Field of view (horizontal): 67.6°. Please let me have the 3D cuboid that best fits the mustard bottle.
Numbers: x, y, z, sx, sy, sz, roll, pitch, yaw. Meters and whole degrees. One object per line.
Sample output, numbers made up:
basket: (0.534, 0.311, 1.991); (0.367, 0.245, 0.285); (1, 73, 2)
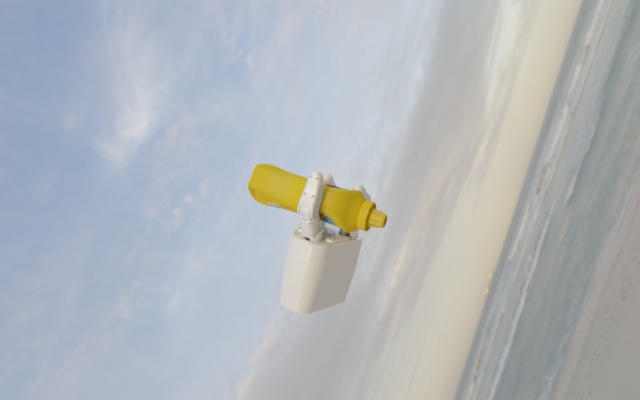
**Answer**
mustard bottle: (0.000, 0.002, 0.662); (0.191, 0.058, 0.096); (18, -9, 22)
